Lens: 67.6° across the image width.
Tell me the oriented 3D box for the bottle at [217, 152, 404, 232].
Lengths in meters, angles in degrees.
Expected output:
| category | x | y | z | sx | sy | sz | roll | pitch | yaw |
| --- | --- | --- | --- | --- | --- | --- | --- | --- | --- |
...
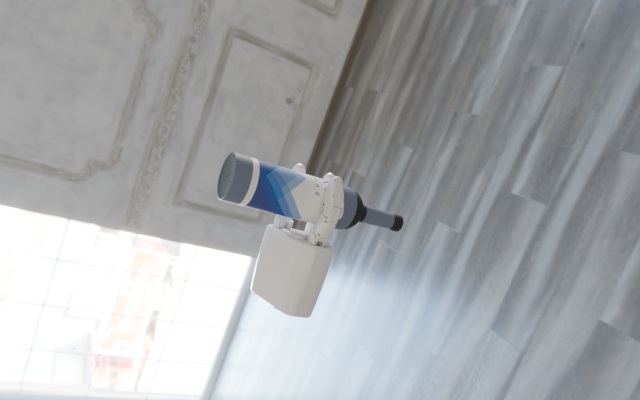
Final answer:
| category | x | y | z | sx | sy | sz | roll | pitch | yaw |
| --- | --- | --- | --- | --- | --- | --- | --- | --- | --- |
| bottle | 0.000 | 0.002 | 0.701 | 0.296 | 0.069 | 0.069 | 16 | -7 | -28 |
